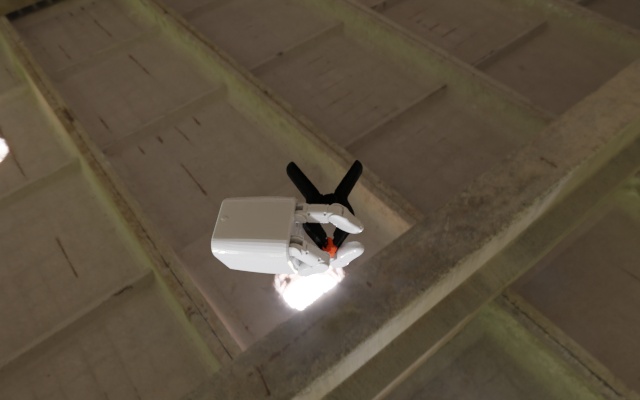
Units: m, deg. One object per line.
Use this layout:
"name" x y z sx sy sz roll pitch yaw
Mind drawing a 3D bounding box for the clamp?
"clamp" 0.000 0.003 0.721 0.120 0.171 0.039 2 -38 7
